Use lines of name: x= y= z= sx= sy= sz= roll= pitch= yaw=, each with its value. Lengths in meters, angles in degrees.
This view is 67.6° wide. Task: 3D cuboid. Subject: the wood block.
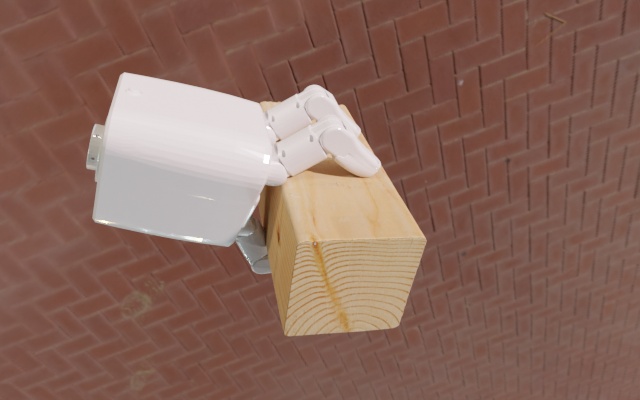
wood block: x=0.000 y=0.002 z=0.405 sx=0.090 sy=0.091 sz=0.206 roll=-1 pitch=36 yaw=-15
